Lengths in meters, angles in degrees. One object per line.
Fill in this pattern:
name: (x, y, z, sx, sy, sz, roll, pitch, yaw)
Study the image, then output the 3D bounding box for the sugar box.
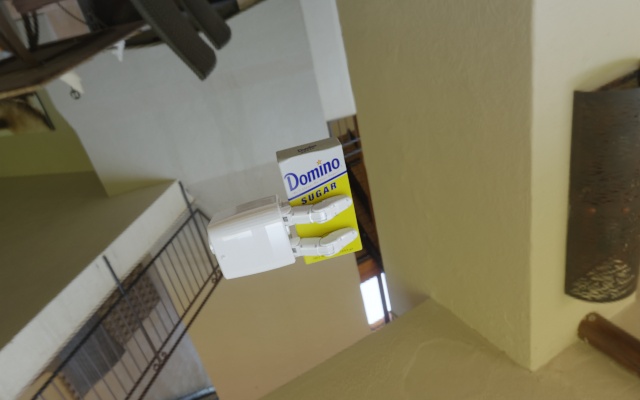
sugar box: (0.000, 0.003, 0.704, 0.093, 0.176, 0.048, -16, 29, -3)
